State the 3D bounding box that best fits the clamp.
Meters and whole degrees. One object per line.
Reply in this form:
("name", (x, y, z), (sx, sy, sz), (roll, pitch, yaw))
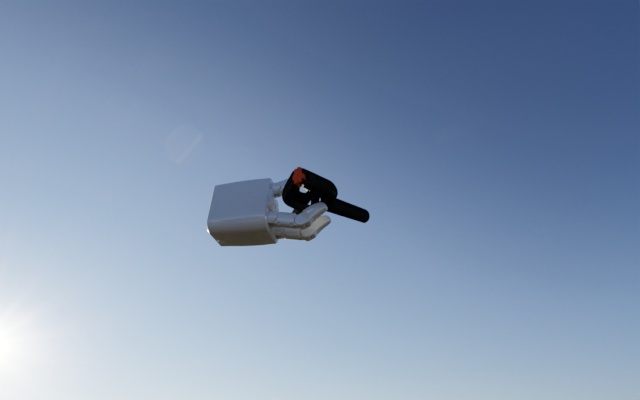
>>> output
("clamp", (0.000, 0.002, 0.835), (0.164, 0.036, 0.210), (-6, -26, 6))
